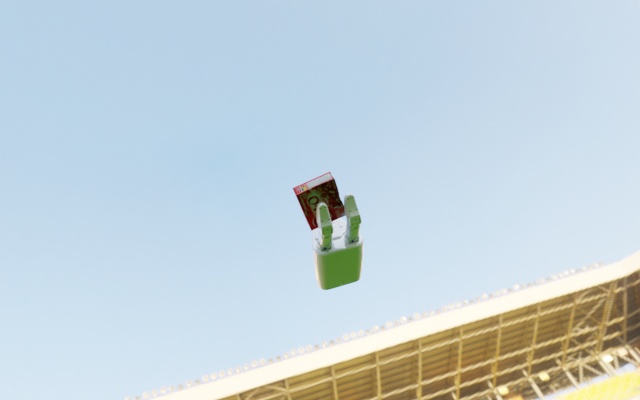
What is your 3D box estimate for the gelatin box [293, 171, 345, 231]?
[{"bbox_3d":[0.000,0.002,0.848,0.073,0.089,0.030,-24,36,-4],"label":"gelatin box"}]
